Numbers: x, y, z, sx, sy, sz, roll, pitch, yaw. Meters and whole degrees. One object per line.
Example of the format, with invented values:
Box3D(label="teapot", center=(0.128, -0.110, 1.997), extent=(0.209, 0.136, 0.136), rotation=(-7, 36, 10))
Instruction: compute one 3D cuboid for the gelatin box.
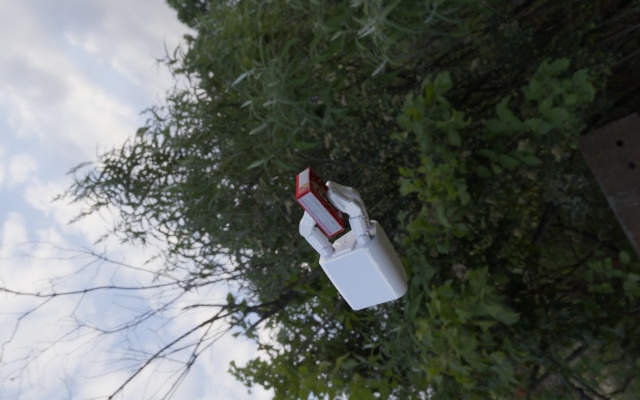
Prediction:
Box3D(label="gelatin box", center=(0.000, 0.002, 0.729), extent=(0.030, 0.089, 0.073), rotation=(-33, 27, 17))
